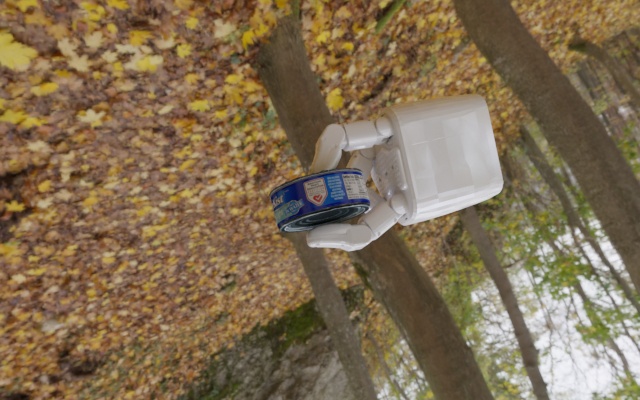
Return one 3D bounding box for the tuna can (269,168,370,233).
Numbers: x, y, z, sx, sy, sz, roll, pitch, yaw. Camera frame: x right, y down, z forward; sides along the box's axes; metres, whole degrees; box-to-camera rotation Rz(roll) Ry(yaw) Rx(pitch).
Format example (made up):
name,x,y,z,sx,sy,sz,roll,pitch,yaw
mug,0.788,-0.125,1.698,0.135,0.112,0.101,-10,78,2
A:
name,x,y,z,sx,sy,sz,roll,pitch,yaw
tuna can,0.000,0.002,0.423,0.086,0.033,0.086,-14,-11,-3
